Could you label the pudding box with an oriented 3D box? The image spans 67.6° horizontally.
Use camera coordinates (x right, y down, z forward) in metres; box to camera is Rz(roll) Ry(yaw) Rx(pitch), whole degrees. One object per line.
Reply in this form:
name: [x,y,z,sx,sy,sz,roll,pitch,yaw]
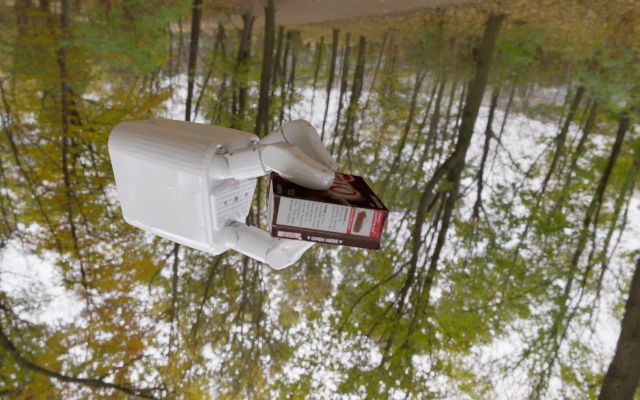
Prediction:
pudding box: [0.000,0.001,0.408,0.090,0.039,0.113,7,18,-9]
